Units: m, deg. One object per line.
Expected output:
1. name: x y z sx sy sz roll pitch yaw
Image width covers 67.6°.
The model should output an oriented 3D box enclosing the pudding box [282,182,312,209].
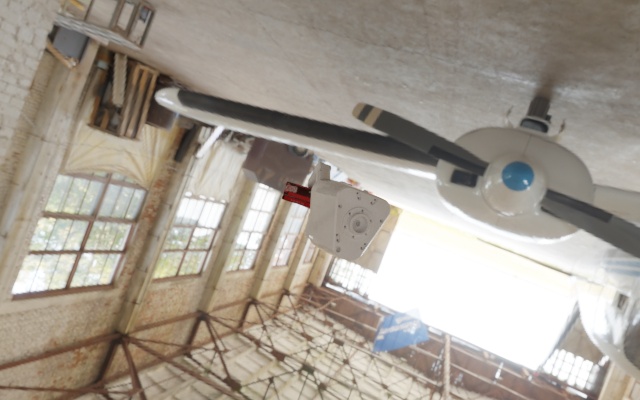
1. pudding box: 0.000 0.003 0.864 0.090 0.039 0.113 19 -2 42
